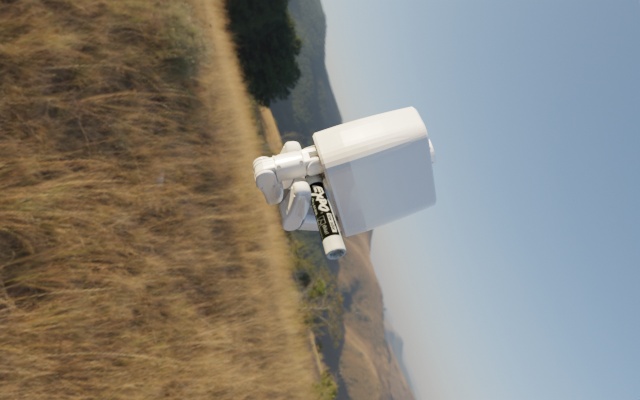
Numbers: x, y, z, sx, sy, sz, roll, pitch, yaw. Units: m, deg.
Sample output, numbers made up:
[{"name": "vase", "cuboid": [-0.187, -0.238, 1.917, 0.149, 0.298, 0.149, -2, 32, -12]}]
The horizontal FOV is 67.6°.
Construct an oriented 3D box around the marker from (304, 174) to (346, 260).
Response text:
[{"name": "marker", "cuboid": [0.000, 0.002, 0.464, 0.020, 0.121, 0.020, -11, -36, -8]}]
